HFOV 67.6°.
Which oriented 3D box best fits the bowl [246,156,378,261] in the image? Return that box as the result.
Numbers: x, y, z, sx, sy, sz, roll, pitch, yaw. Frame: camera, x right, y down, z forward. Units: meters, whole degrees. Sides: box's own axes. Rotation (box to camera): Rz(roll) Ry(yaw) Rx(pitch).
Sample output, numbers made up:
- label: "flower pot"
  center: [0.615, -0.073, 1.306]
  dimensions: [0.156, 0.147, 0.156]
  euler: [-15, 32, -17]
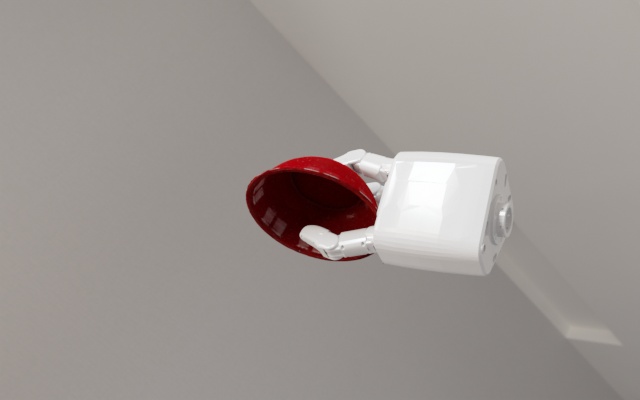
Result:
- label: "bowl"
  center: [-0.001, 0.001, 0.543]
  dimensions: [0.162, 0.055, 0.162]
  euler: [13, -37, 10]
